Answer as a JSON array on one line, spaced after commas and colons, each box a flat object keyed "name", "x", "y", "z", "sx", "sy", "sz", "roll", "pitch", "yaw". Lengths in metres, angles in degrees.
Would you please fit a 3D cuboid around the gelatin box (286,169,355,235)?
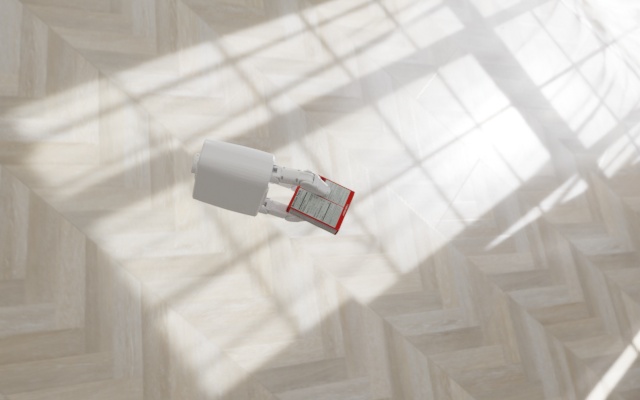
[{"name": "gelatin box", "x": 0.001, "y": 0.002, "z": 0.755, "sx": 0.089, "sy": 0.073, "sz": 0.030, "roll": 25, "pitch": -23, "yaw": -2}]
